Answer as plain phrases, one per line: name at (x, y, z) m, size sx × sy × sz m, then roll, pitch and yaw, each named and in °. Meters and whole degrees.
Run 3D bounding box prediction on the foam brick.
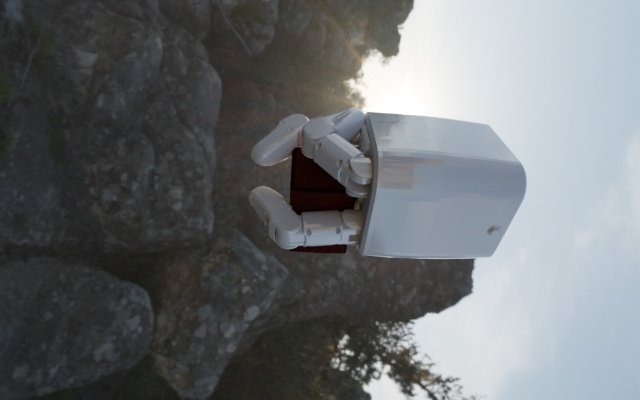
foam brick at (0.000, 0.001, 0.402) m, size 0.051 × 0.053 × 0.078 m, roll 2°, pitch -43°, yaw -3°
